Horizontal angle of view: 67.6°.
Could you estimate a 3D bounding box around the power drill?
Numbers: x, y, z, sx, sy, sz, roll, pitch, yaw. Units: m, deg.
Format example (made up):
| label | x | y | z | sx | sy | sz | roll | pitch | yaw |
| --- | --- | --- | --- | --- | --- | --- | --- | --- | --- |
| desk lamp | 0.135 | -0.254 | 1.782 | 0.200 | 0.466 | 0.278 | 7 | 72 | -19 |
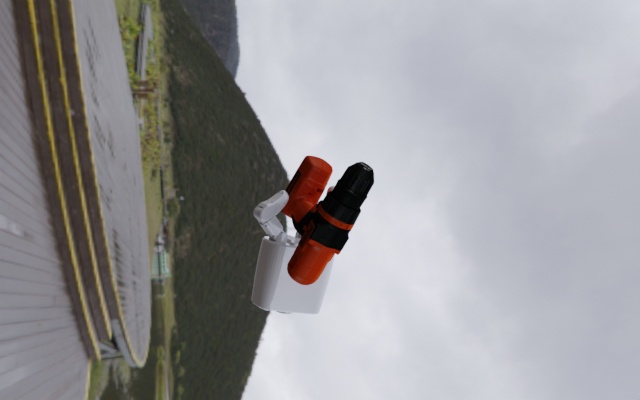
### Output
| label | x | y | z | sx | sy | sz | roll | pitch | yaw |
| --- | --- | --- | --- | --- | --- | --- | --- | --- | --- |
| power drill | 0.000 | 0.002 | 0.681 | 0.057 | 0.184 | 0.187 | 26 | 17 | -20 |
